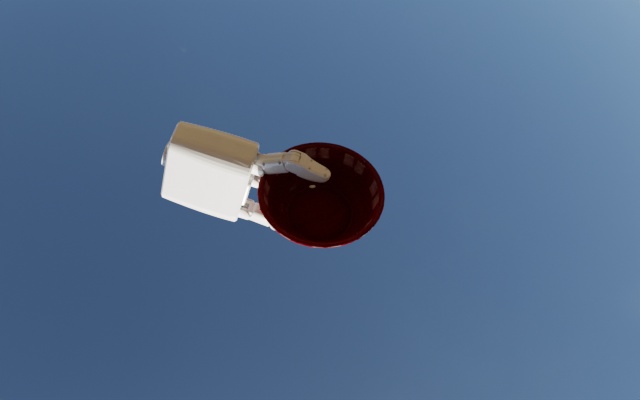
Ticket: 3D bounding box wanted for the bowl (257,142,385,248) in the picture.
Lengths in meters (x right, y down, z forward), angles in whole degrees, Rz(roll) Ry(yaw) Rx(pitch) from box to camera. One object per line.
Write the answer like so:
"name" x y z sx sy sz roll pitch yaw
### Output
"bowl" 0.001 0.003 0.624 0.162 0.162 0.055 0 -34 -3
